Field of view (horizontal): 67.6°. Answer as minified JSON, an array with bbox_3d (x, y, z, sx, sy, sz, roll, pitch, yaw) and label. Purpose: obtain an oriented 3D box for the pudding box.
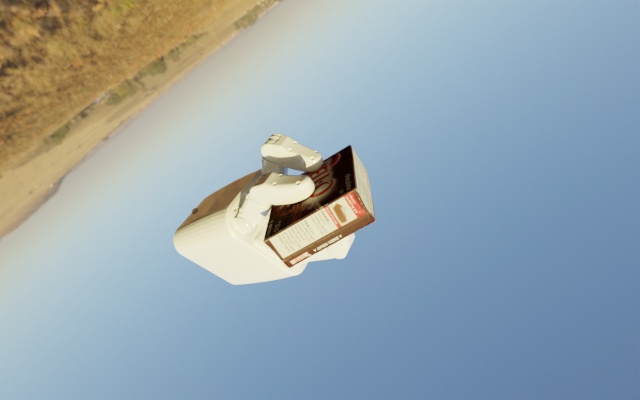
[{"bbox_3d":[0.000,0.002,0.433,0.090,0.039,0.113,-31,23,14],"label":"pudding box"}]
